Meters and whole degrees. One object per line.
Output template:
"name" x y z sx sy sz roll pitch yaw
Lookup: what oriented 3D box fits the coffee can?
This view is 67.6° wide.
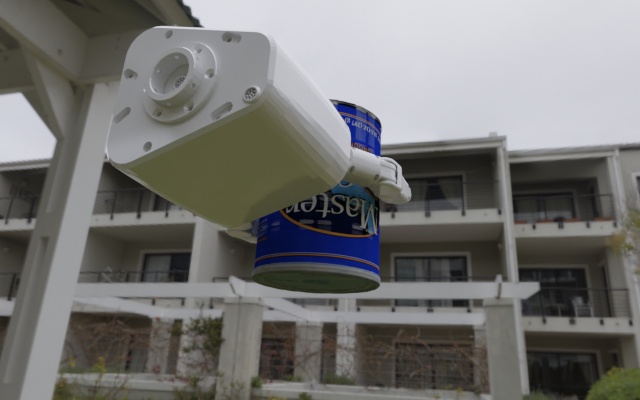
"coffee can" 0.000 0.002 0.405 0.103 0.140 0.103 3 -19 1
